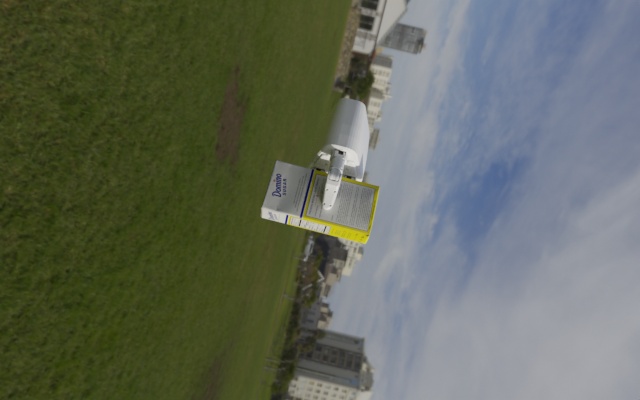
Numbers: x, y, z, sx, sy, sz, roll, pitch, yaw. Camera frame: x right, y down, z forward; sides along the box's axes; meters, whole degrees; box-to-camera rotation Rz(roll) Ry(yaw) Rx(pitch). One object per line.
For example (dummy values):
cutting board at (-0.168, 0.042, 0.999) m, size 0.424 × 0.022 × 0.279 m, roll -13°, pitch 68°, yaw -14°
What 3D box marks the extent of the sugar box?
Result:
sugar box at (0.000, 0.003, 0.773) m, size 0.176 × 0.093 × 0.048 m, roll 14°, pitch -27°, yaw 1°
